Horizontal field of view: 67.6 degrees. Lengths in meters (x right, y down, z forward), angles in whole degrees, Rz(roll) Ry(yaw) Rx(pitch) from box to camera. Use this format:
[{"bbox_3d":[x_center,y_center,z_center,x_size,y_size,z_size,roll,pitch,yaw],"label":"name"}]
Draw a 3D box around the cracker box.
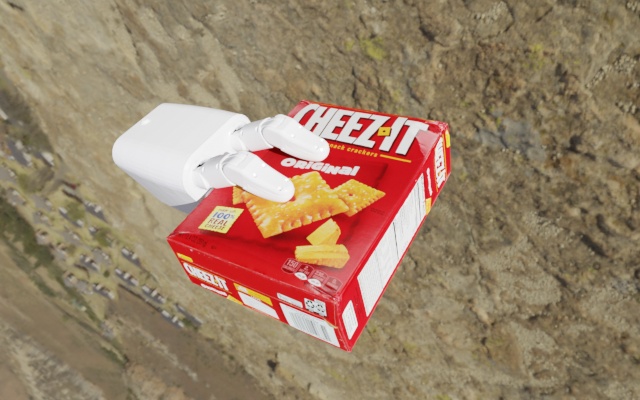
[{"bbox_3d":[0.000,0.002,0.425,0.164,0.072,0.213,16,51,28],"label":"cracker box"}]
